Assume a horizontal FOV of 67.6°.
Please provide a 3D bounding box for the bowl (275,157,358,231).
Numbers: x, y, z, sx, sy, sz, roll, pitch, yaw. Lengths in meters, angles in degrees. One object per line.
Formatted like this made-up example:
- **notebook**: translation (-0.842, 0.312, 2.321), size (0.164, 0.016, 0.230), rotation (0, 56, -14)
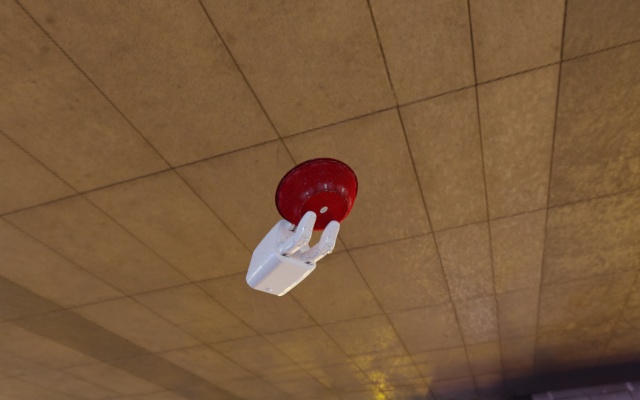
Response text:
- **bowl**: translation (0.001, 0.002, 0.875), size (0.162, 0.162, 0.055), rotation (0, 37, -18)
